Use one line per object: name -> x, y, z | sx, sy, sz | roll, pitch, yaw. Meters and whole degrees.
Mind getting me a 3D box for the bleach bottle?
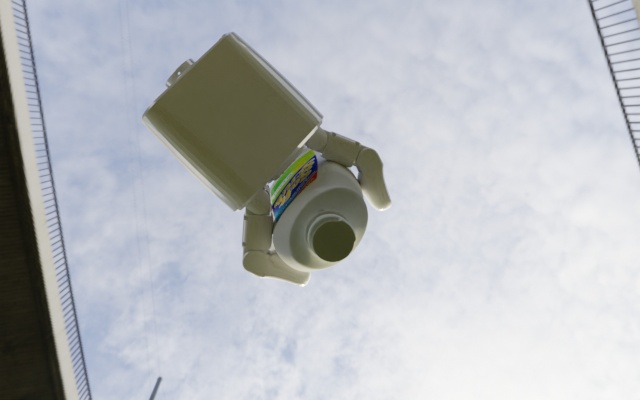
bleach bottle -> 0.000, 0.002, 0.431 | 0.068, 0.102, 0.251 | 44, 2, -11
